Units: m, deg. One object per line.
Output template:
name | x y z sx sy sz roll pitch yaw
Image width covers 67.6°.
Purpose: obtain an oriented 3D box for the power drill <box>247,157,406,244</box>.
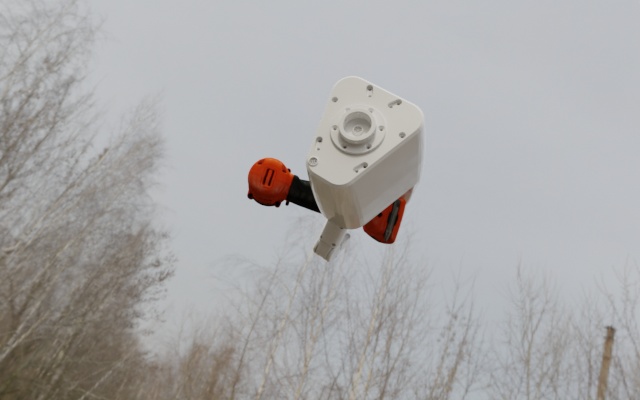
power drill | 0.001 0.002 0.597 0.187 0.057 0.184 16 -3 -4
